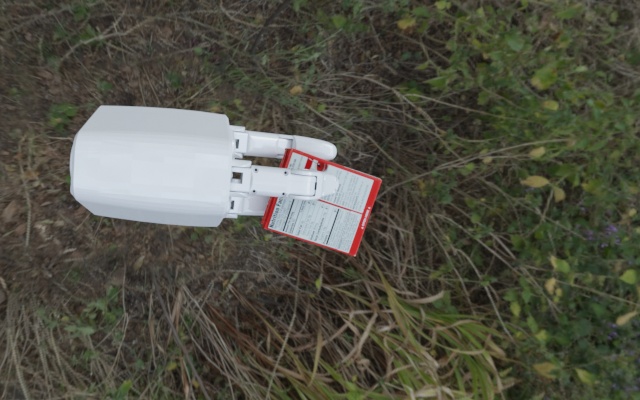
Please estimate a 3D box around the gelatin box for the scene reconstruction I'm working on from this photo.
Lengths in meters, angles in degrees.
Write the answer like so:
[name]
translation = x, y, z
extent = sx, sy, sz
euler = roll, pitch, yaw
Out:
[gelatin box]
translation = 0.000, 0.002, 0.425
extent = 0.089, 0.073, 0.030
euler = 18, 2, -12
